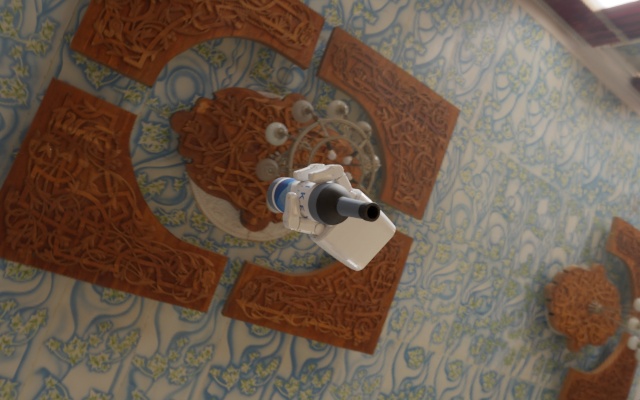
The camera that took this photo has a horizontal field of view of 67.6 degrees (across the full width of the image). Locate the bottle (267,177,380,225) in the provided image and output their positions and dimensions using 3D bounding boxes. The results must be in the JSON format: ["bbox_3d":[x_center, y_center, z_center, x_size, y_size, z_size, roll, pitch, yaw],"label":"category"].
[{"bbox_3d":[0.000,0.003,0.785,0.069,0.069,0.295,0,5,-29],"label":"bottle"}]
